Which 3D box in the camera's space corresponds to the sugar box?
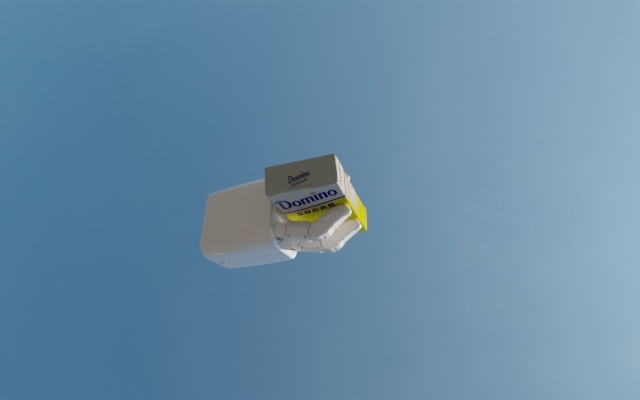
[{"bbox_3d":[0.000,0.003,0.643,0.093,0.048,0.176,-10,-22,14],"label":"sugar box"}]
